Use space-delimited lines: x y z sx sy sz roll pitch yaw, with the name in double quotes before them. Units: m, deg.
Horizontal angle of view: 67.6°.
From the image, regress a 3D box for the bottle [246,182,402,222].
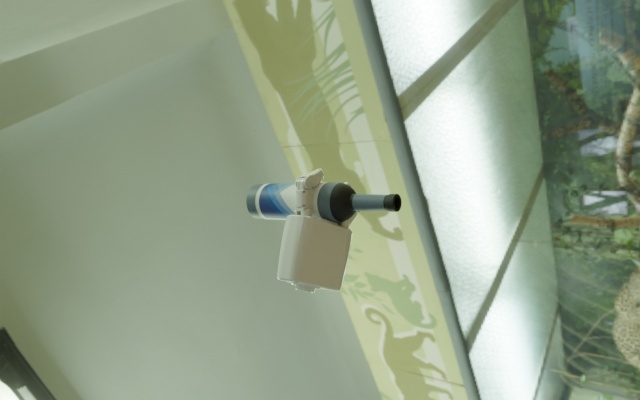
"bottle" 0.000 0.003 0.811 0.295 0.069 0.069 0 0 38
